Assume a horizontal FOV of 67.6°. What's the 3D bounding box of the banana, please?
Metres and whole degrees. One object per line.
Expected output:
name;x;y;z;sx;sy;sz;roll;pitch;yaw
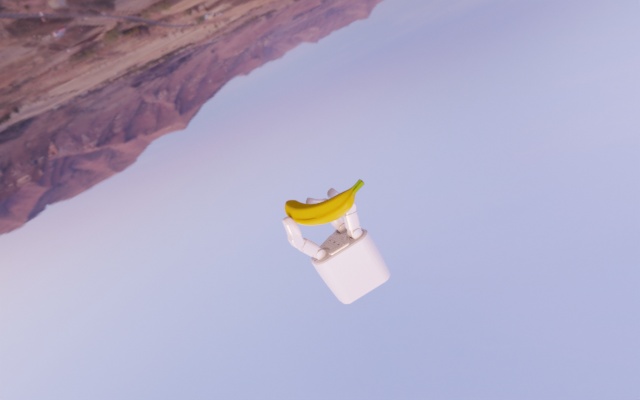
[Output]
banana;-0.007;0.014;0.818;0.198;0.037;0.069;-13;30;46
